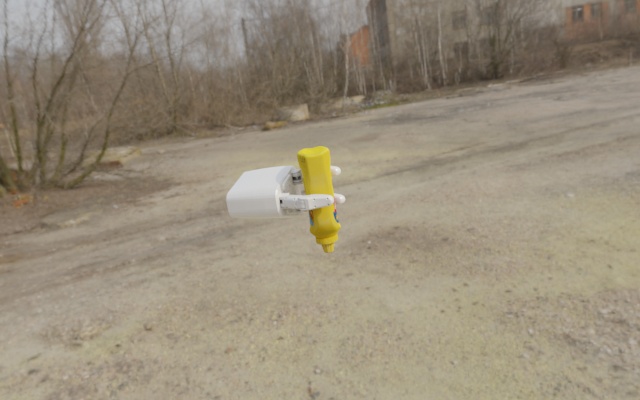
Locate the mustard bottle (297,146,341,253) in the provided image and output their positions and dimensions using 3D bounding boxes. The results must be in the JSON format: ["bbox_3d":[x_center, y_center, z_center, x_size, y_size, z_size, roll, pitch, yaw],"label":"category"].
[{"bbox_3d":[0.000,0.003,0.862,0.058,0.192,0.096,-10,14,-3],"label":"mustard bottle"}]
